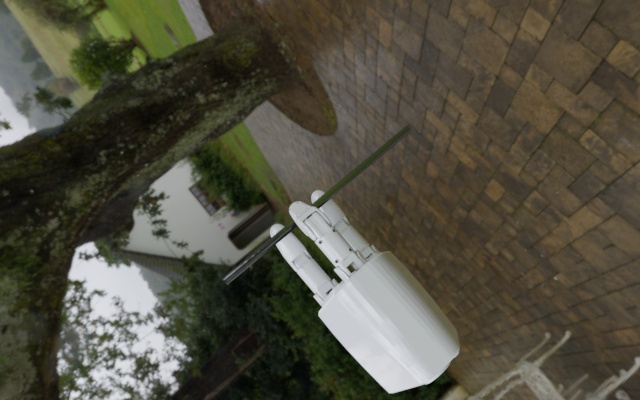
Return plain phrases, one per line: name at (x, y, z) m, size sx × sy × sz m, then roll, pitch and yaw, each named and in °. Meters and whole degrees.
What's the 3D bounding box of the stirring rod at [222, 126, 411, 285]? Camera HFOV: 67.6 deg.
stirring rod at (0.000, 0.002, 0.475) m, size 0.239 × 0.011 × 0.011 m, roll -40°, pitch 8°, yaw -9°
